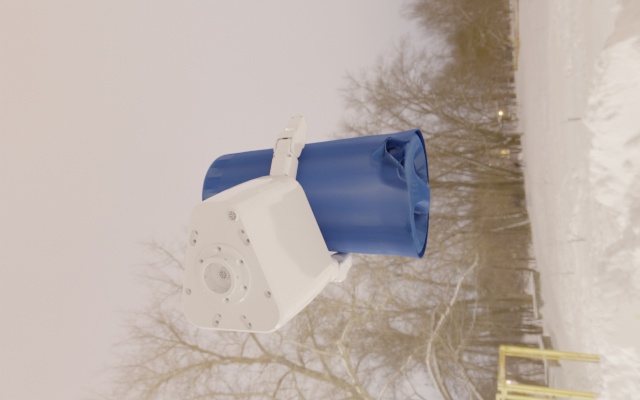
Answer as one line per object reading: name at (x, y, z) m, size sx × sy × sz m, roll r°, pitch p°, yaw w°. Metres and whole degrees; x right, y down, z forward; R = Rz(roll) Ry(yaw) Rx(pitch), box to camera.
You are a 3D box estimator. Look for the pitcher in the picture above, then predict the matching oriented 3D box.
pitcher at (0.000, 0.002, 0.540) m, size 0.243 × 0.149 × 0.145 m, roll -1°, pitch 14°, yaw 21°
